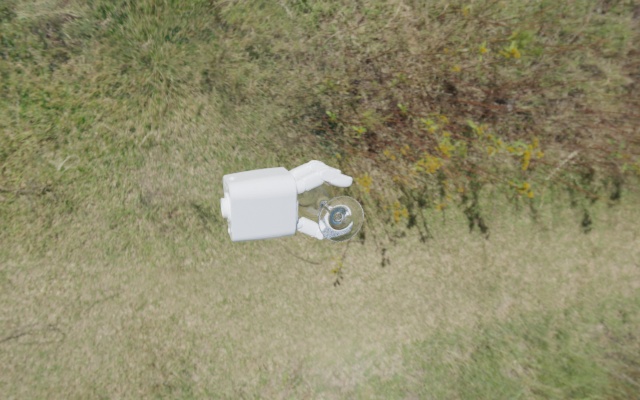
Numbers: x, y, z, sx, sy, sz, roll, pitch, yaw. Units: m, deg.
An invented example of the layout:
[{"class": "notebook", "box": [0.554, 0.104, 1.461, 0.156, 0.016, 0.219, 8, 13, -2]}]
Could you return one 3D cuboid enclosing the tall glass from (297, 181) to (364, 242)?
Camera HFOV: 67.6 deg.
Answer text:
[{"class": "tall glass", "box": [0.000, 0.003, 0.817, 0.079, 0.079, 0.201, 0, 15, -19]}]
